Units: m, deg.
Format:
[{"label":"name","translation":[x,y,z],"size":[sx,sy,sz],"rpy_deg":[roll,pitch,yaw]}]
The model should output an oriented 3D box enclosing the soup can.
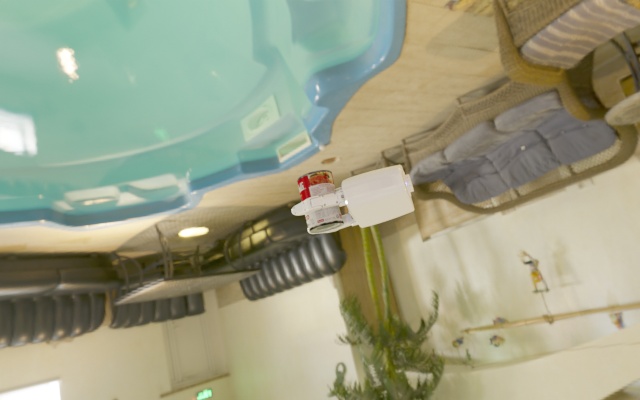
[{"label":"soup can","translation":[0.000,0.003,0.883],"size":[0.068,0.102,0.068],"rpy_deg":[-13,-14,-3]}]
